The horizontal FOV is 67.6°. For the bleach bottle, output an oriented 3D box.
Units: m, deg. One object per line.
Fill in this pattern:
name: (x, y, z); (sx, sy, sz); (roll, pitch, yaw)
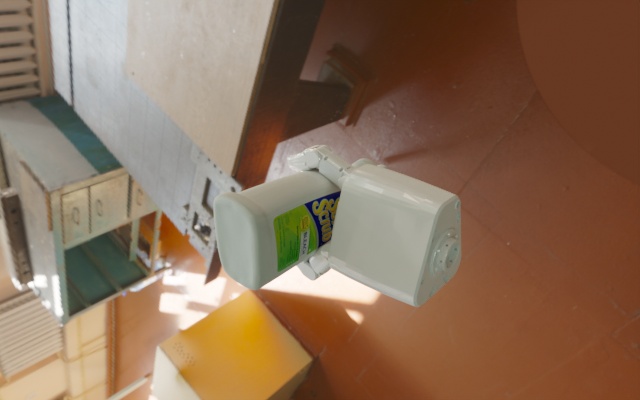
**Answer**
bleach bottle: (0.000, 0.002, 0.545); (0.068, 0.103, 0.250); (23, 35, 36)
